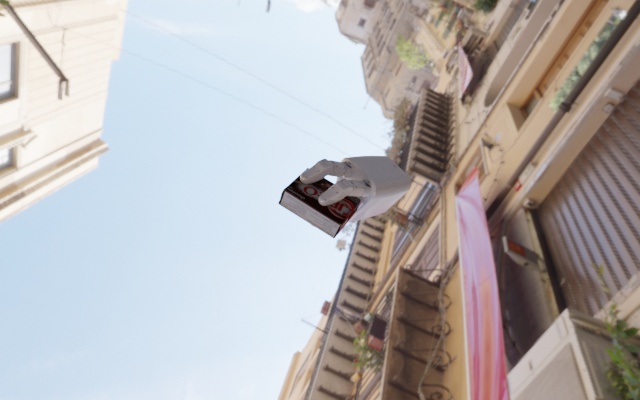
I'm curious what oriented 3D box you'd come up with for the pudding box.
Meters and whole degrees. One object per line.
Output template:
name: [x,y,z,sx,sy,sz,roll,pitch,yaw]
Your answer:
pudding box: [0.000,0.003,0.798,0.113,0.039,0.090,30,35,10]
